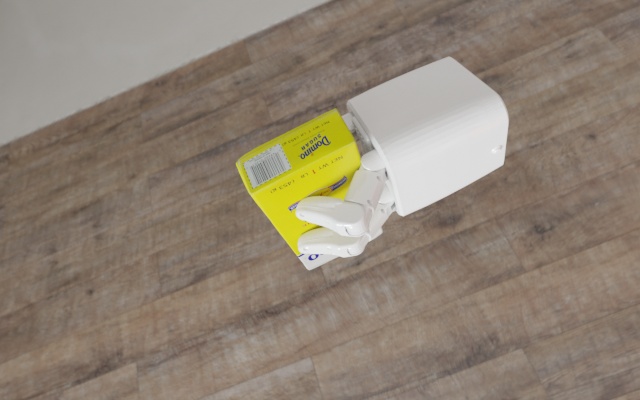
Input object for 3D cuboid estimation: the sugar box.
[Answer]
[{"bbox_3d":[0.000,0.002,0.443,0.093,0.048,0.176,-26,-33,1],"label":"sugar box"}]
